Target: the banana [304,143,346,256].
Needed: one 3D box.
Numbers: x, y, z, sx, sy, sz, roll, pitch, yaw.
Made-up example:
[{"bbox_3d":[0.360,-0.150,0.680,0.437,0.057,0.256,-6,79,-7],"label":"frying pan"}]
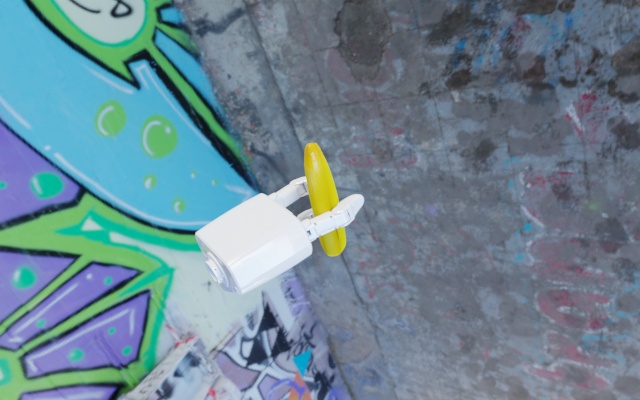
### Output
[{"bbox_3d":[0.007,0.016,0.652,0.037,0.198,0.069,-19,43,-8],"label":"banana"}]
